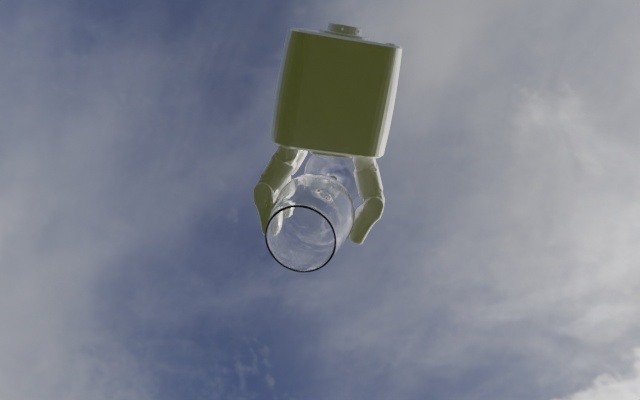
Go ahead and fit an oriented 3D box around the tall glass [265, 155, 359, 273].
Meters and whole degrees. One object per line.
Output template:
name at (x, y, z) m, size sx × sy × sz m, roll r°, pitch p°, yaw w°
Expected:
tall glass at (0.000, 0.002, 0.492) m, size 0.079 × 0.079 × 0.201 m, roll 0°, pitch 19°, yaw 10°
